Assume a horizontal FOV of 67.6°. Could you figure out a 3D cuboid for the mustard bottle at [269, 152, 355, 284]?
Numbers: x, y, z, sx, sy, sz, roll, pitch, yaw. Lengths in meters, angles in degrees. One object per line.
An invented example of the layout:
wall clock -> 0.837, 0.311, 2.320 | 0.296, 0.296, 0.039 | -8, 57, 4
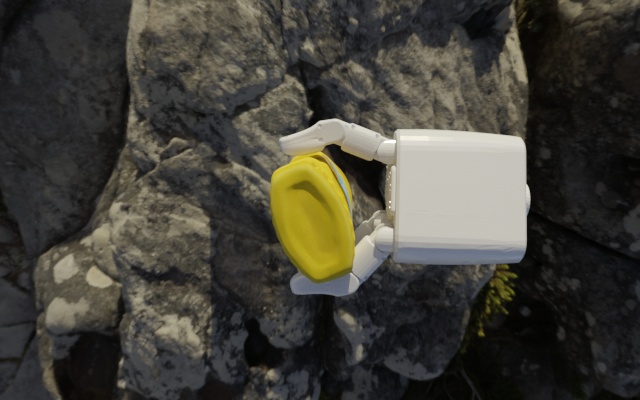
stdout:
mustard bottle -> 0.000, 0.002, 0.449 | 0.058, 0.096, 0.191 | -22, 8, 8
